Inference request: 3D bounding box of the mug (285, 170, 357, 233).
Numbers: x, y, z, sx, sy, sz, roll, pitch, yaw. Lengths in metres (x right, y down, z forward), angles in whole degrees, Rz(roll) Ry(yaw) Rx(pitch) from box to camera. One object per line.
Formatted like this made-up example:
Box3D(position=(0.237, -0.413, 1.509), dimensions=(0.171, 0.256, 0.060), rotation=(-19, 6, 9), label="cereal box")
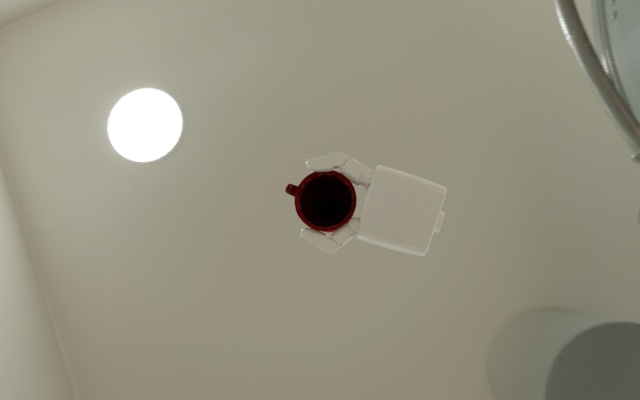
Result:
Box3D(position=(-0.001, 0.002, 0.748), dimensions=(0.117, 0.093, 0.081), rotation=(18, -7, 9), label="mug")
